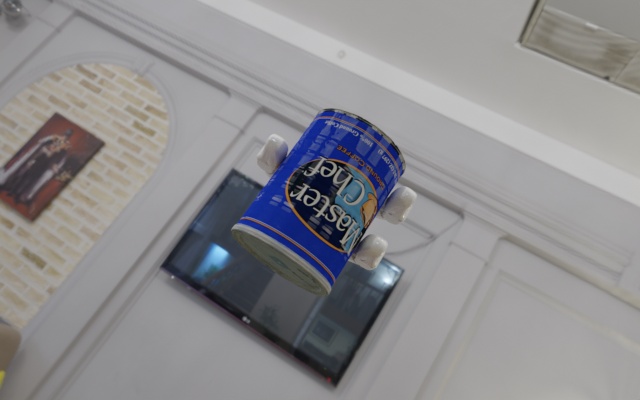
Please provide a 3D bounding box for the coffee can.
[{"bbox_3d":[0.000,0.001,0.441,0.103,0.140,0.103,30,-18,11],"label":"coffee can"}]
